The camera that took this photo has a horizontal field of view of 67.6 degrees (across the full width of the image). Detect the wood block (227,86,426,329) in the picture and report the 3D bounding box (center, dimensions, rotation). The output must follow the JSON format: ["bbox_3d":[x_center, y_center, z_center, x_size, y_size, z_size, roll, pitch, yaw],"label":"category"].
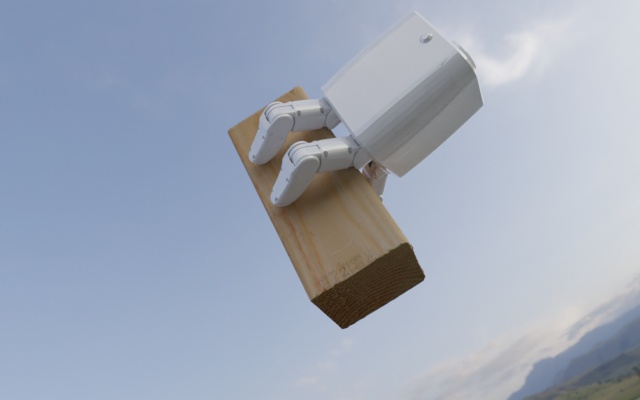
[{"bbox_3d":[0.000,0.001,0.450,0.090,0.206,0.091,-32,-35,3],"label":"wood block"}]
